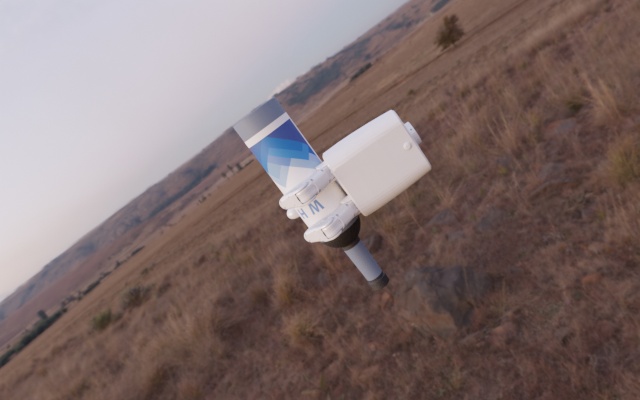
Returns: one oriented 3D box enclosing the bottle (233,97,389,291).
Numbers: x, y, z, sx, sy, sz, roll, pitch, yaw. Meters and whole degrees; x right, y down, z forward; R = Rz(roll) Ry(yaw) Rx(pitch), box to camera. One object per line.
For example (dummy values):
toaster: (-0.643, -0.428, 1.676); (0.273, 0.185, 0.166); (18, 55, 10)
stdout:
bottle: (0.000, 0.002, 0.642); (0.069, 0.296, 0.069); (-35, 12, 8)
